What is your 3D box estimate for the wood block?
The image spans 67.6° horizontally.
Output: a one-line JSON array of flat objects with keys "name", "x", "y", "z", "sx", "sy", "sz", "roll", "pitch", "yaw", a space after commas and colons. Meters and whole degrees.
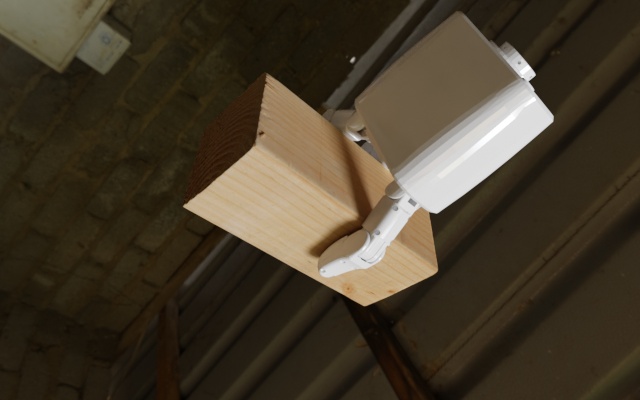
[{"name": "wood block", "x": 0.000, "y": 0.001, "z": 0.414, "sx": 0.206, "sy": 0.090, "sz": 0.090, "roll": 34, "pitch": -51, "yaw": -31}]
